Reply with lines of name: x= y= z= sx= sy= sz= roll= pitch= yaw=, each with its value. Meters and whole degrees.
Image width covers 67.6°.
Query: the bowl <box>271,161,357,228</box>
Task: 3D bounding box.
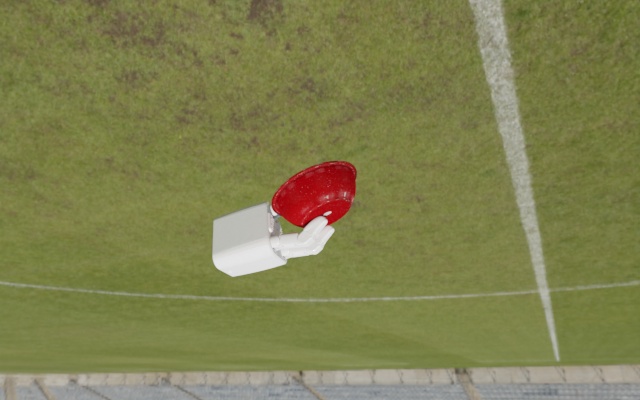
bowl: x=0.001 y=0.002 z=0.818 sx=0.162 sy=0.055 sz=0.162 roll=-21 pitch=-26 yaw=-11
